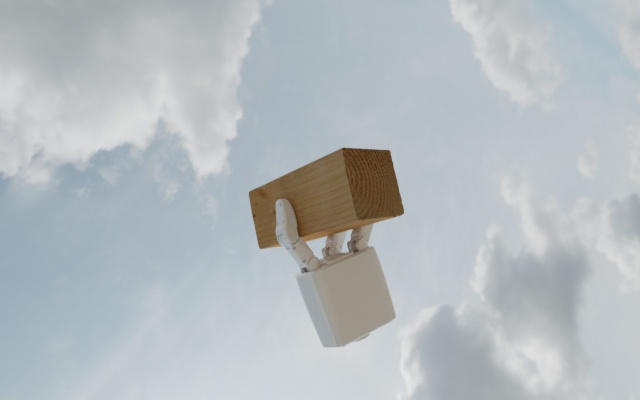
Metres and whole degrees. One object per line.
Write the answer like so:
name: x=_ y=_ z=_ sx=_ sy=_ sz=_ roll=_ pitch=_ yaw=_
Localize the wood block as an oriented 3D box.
wood block: x=0.000 y=0.003 z=0.656 sx=0.091 sy=0.090 sz=0.206 roll=-4 pitch=-11 yaw=-43
